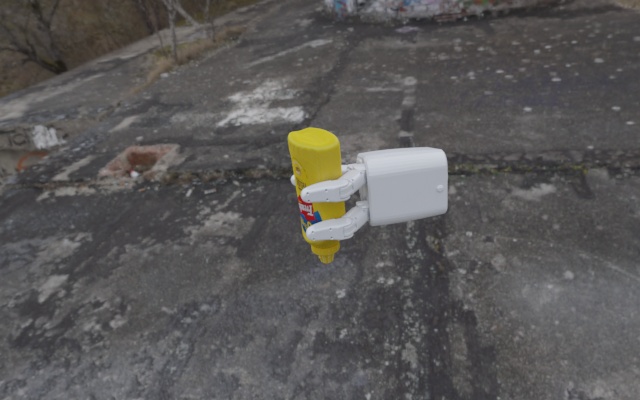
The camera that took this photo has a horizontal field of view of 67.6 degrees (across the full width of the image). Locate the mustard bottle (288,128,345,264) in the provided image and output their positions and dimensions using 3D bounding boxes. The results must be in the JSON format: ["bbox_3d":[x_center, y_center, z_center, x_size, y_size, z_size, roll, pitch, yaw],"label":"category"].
[{"bbox_3d":[0.000,0.002,0.659,0.058,0.192,0.096,-18,28,-22],"label":"mustard bottle"}]
